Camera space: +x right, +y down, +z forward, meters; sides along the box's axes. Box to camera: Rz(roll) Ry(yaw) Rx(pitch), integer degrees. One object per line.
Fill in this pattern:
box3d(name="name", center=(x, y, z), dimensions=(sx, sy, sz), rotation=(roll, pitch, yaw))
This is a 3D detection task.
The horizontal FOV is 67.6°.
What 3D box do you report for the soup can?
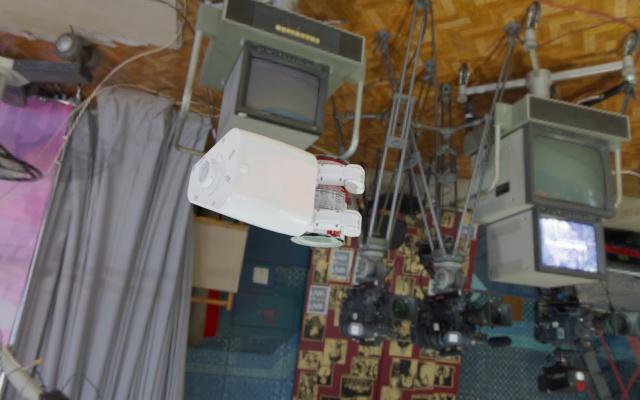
box3d(name="soup can", center=(0.000, 0.002, 0.596), dimensions=(0.068, 0.102, 0.068), rotation=(5, -16, 1))
